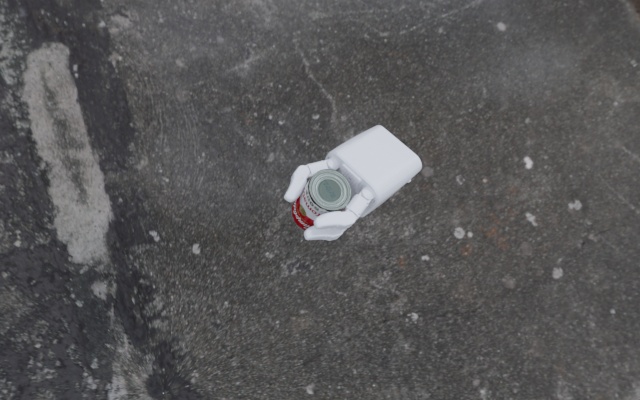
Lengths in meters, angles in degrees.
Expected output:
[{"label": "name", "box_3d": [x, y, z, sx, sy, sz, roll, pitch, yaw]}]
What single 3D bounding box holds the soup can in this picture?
[{"label": "soup can", "box_3d": [0.000, 0.002, 0.730, 0.068, 0.068, 0.102, 0, -21, -18]}]
